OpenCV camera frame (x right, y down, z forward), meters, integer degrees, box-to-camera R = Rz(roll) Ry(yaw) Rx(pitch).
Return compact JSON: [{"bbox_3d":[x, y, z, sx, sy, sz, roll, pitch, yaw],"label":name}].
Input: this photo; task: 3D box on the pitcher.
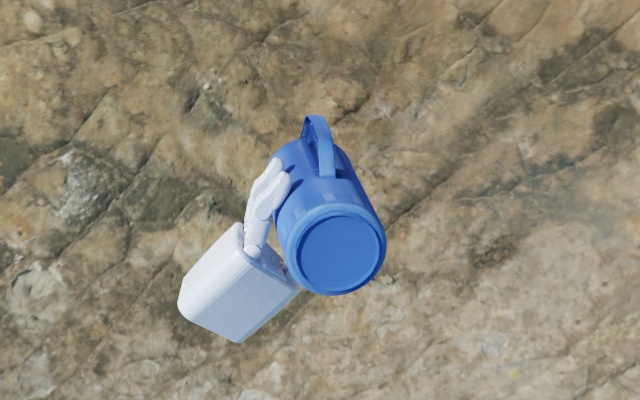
[{"bbox_3d":[0.000,0.002,0.591,0.149,0.145,0.242,45,8,-21],"label":"pitcher"}]
